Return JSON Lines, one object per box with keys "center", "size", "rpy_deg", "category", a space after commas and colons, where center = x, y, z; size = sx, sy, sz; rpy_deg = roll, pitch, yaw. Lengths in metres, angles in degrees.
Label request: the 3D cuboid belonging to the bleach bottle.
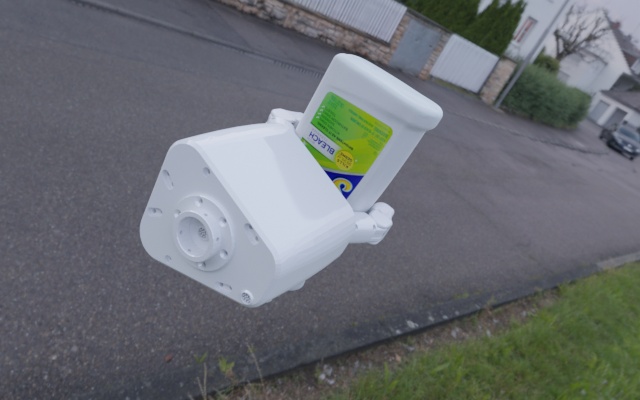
{"center": [0.000, 0.001, 0.439], "size": [0.102, 0.251, 0.068], "rpy_deg": [37, 26, 15], "category": "bleach bottle"}
